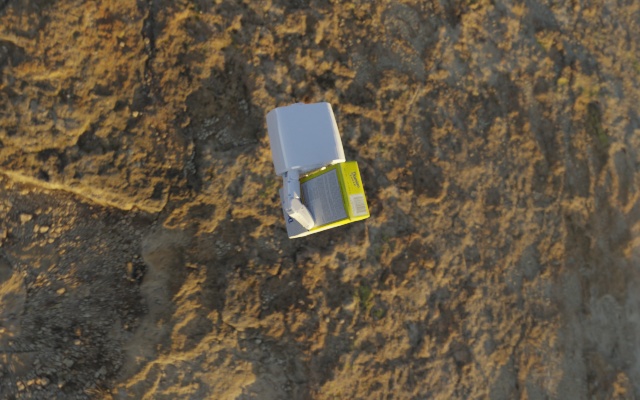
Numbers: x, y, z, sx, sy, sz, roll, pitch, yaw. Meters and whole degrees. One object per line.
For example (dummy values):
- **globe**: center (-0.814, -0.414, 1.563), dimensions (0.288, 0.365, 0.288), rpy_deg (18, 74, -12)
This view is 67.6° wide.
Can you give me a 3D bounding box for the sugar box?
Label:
- **sugar box**: center (0.001, 0.002, 0.799), dimensions (0.048, 0.093, 0.176), rpy_deg (-8, -7, -36)
